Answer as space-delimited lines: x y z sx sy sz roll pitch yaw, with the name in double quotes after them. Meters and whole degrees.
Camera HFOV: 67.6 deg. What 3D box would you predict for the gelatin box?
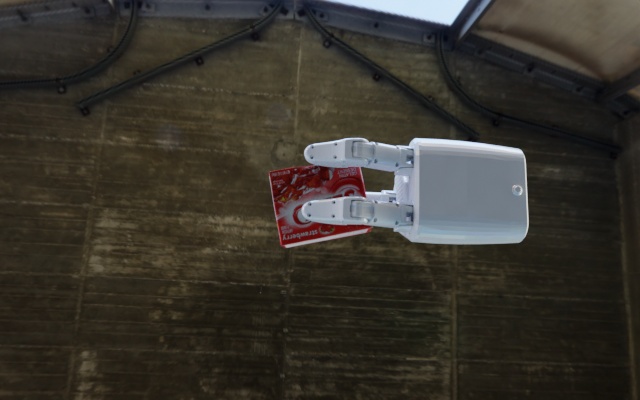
0.000 0.002 0.461 0.089 0.073 0.030 -11 -11 -1 "gelatin box"
